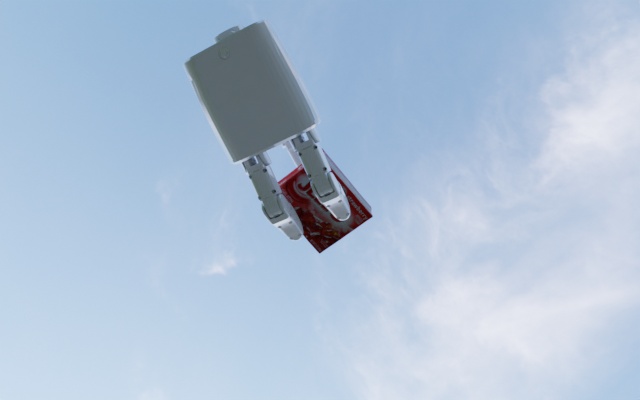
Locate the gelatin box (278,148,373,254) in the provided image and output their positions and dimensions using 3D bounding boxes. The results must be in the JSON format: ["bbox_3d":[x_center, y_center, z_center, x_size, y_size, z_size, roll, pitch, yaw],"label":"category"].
[{"bbox_3d":[0.000,0.002,0.507,0.073,0.089,0.030,-36,16,16],"label":"gelatin box"}]
